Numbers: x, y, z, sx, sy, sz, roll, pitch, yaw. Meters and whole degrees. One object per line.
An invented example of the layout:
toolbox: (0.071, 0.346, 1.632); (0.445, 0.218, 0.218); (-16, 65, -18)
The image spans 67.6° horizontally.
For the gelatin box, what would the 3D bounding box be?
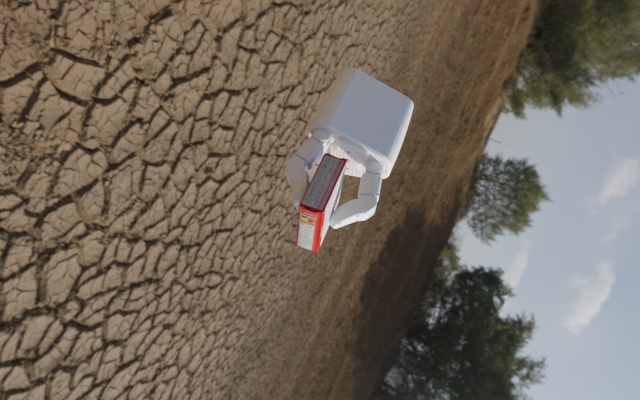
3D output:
gelatin box: (0.000, 0.002, 0.542); (0.030, 0.089, 0.073); (17, -40, 8)
